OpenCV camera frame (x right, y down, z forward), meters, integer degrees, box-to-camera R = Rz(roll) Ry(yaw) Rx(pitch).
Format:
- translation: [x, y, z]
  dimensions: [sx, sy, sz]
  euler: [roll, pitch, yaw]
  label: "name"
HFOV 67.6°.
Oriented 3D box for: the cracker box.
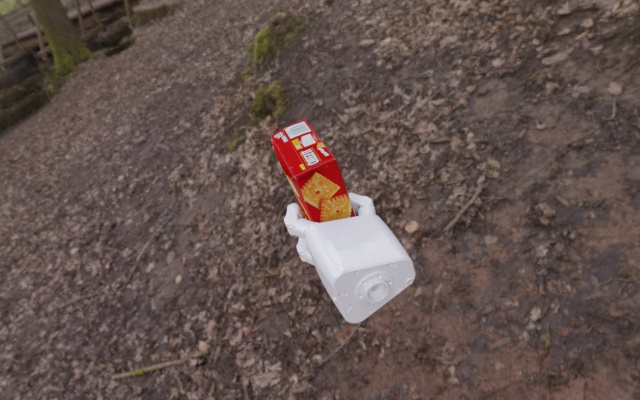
- translation: [0.000, 0.002, 0.751]
  dimensions: [0.072, 0.214, 0.164]
  euler: [-23, 33, -5]
  label: "cracker box"
